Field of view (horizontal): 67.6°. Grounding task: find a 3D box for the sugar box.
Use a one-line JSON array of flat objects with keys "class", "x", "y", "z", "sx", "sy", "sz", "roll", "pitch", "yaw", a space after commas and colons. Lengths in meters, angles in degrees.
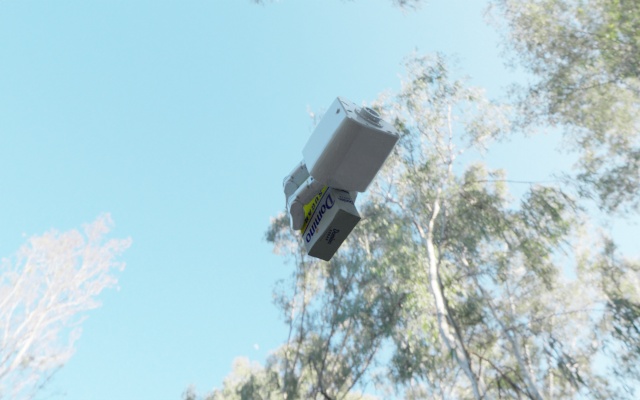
[{"class": "sugar box", "x": 0.000, "y": 0.002, "z": 0.756, "sx": 0.048, "sy": 0.093, "sz": 0.176, "roll": 22, "pitch": 26, "yaw": -26}]
